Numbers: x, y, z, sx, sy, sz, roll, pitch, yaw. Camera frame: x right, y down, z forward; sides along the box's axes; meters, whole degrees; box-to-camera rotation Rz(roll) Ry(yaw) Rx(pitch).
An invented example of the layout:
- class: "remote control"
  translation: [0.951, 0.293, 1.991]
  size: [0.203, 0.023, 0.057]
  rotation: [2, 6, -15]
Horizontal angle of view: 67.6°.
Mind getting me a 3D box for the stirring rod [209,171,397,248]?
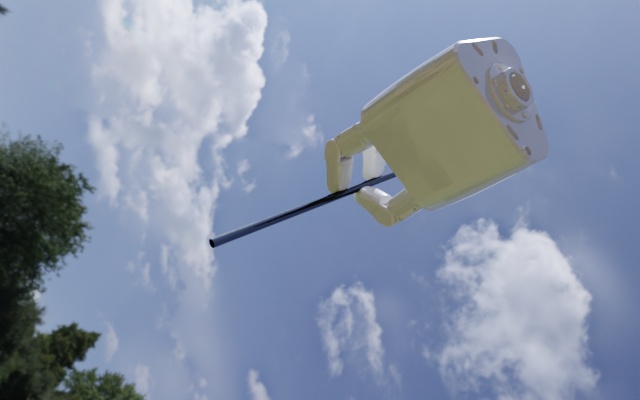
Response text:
- class: "stirring rod"
  translation: [0.000, 0.002, 0.457]
  size: [0.239, 0.011, 0.011]
  rotation: [-21, 13, -40]
